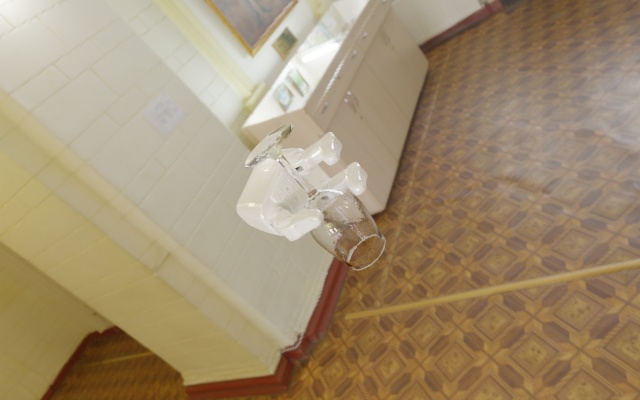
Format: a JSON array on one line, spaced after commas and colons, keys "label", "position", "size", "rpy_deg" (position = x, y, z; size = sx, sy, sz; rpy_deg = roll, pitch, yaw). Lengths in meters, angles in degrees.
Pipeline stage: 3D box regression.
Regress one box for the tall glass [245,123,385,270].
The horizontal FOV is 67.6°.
[{"label": "tall glass", "position": [0.000, 0.002, 0.600], "size": [0.201, 0.079, 0.079], "rpy_deg": [47, -23, -23]}]
